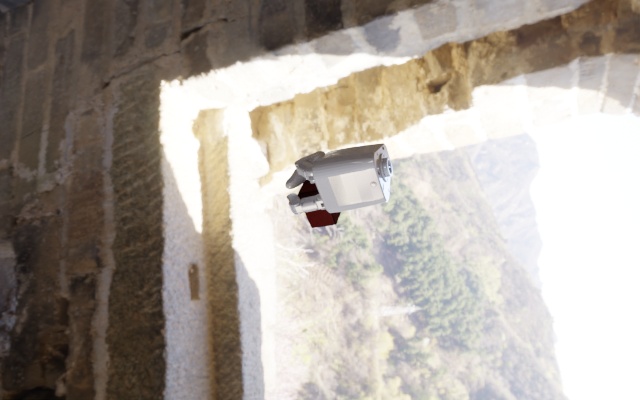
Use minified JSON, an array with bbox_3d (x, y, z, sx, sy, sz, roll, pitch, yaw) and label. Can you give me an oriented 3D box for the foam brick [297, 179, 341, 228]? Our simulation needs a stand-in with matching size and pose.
[{"bbox_3d":[0.000,0.003,0.864,0.051,0.078,0.053,-9,31,22],"label":"foam brick"}]
